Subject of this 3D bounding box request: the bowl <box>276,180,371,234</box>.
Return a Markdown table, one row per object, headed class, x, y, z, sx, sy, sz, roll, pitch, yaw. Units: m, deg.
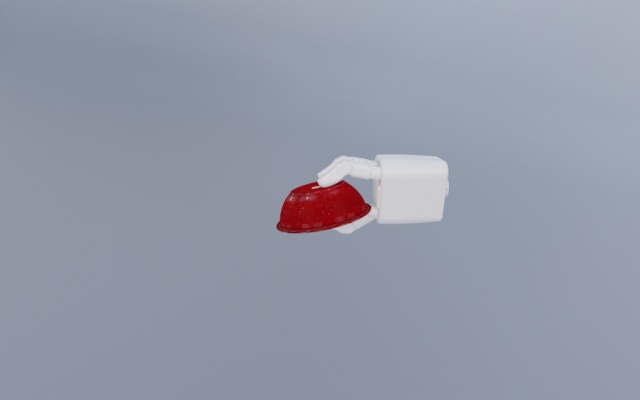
| class | x | y | z | sx | sy | sz | roll | pitch | yaw |
| --- | --- | --- | --- | --- | --- | --- | --- | --- | --- |
| bowl | -0.001 | 0.002 | 0.787 | 0.162 | 0.055 | 0.162 | -12 | 13 | 3 |
